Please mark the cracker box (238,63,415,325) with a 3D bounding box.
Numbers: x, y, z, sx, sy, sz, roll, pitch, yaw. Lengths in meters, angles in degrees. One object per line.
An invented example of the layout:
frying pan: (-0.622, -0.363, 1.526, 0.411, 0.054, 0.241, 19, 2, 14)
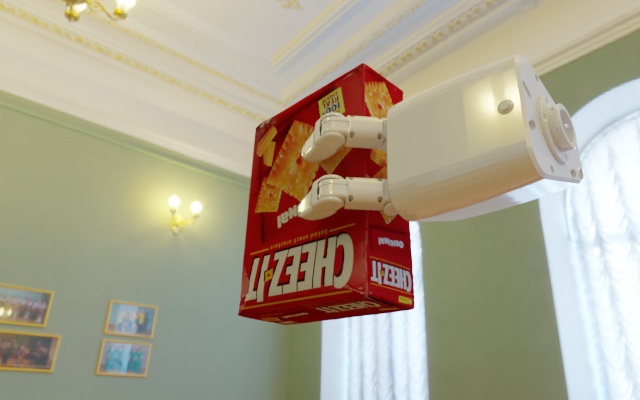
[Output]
cracker box: (0.000, 0.001, 0.459, 0.072, 0.213, 0.164, 22, -30, -40)
